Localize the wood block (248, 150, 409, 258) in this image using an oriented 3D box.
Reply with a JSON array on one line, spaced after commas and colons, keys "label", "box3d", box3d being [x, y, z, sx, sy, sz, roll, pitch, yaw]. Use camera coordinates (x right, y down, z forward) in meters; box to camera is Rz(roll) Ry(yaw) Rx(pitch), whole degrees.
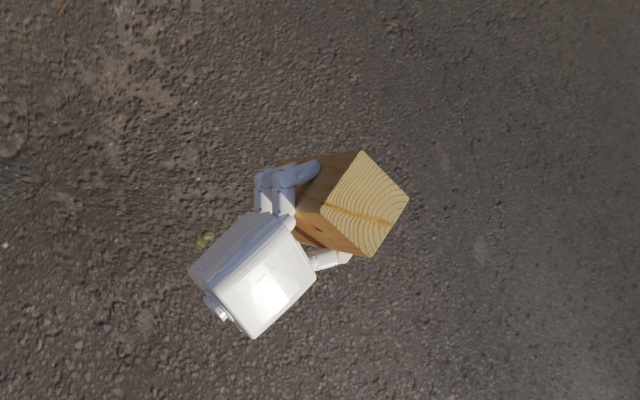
[{"label": "wood block", "box3d": [0.000, 0.003, 0.616, 0.091, 0.090, 0.206, 43, -19, -24]}]
